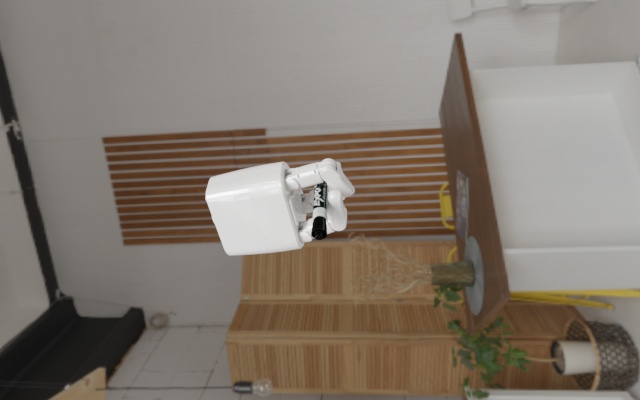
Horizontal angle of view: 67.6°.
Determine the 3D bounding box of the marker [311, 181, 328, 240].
[{"bbox_3d":[0.000,0.002,0.587,0.020,0.020,0.121,0,43,2],"label":"marker"}]
